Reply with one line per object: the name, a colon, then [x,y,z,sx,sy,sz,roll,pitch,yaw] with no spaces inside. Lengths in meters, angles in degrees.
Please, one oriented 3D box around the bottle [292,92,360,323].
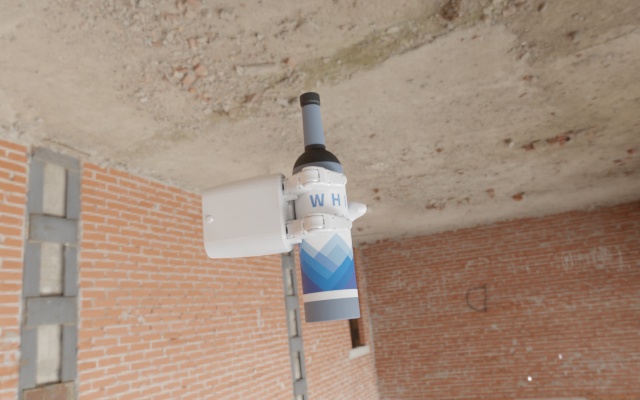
bottle: [0.000,0.002,0.609,0.069,0.295,0.069,-6,-13,-1]
